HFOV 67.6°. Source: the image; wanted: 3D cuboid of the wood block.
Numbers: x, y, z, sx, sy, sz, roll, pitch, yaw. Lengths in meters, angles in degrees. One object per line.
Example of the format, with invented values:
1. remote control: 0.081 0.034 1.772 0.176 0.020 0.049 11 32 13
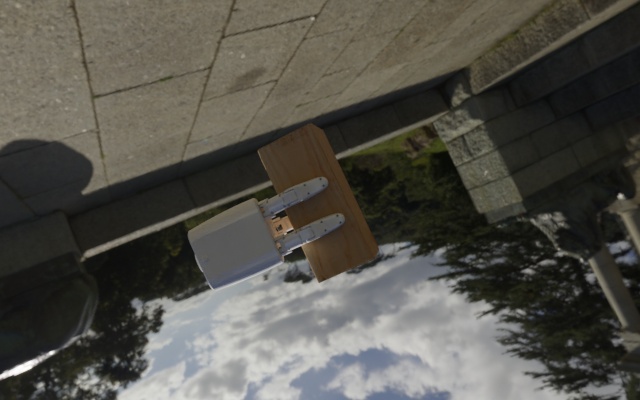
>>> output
1. wood block: 0.000 0.003 0.702 0.090 0.206 0.091 -25 -3 10
